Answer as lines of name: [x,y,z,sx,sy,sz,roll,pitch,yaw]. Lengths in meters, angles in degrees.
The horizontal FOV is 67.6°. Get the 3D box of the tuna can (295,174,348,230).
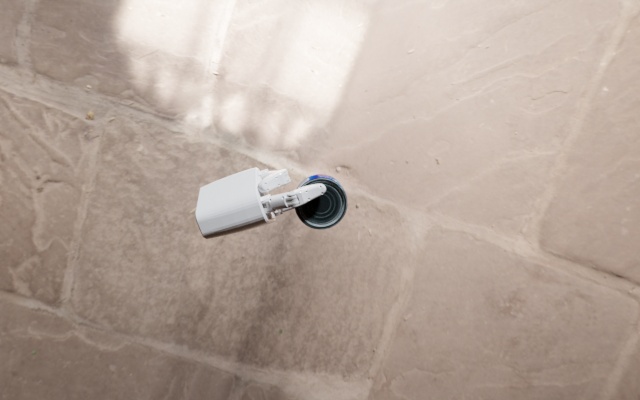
tuna can: [0.000,0.003,0.763,0.086,0.086,0.033,0,12,-4]
